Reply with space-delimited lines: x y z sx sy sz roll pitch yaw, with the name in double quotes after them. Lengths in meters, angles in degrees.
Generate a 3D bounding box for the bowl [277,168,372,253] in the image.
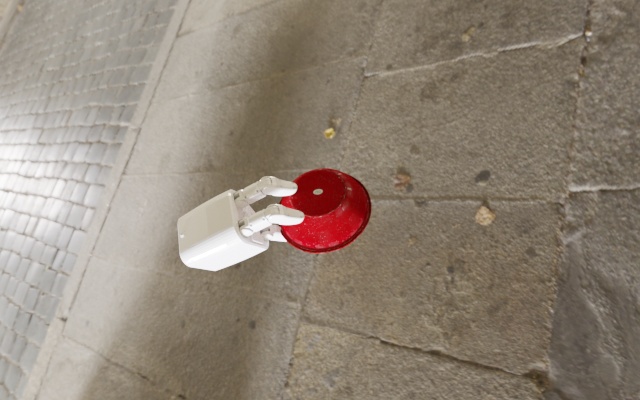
0.001 0.002 0.777 0.162 0.162 0.055 0 -33 13 "bowl"
